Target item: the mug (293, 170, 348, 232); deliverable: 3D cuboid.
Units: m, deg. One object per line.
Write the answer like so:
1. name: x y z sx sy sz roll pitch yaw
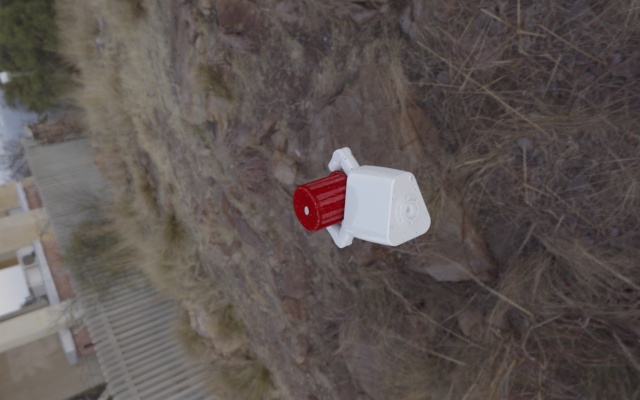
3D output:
1. mug: -0.001 0.003 0.823 0.081 0.093 0.117 -19 15 -31
